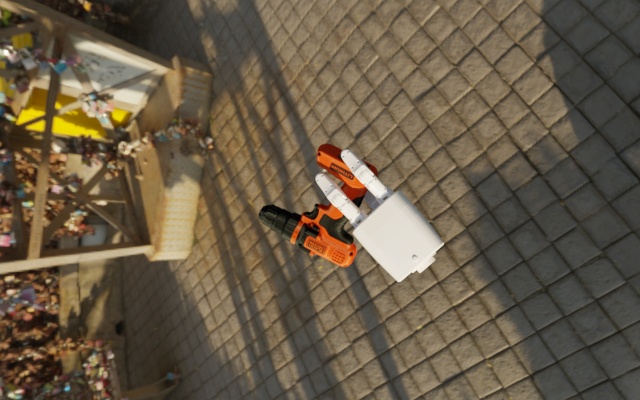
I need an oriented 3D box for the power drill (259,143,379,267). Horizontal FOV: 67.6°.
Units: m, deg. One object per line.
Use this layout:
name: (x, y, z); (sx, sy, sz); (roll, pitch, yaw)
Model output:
power drill: (0.001, 0.002, 0.802); (0.184, 0.188, 0.057); (26, 28, 5)
